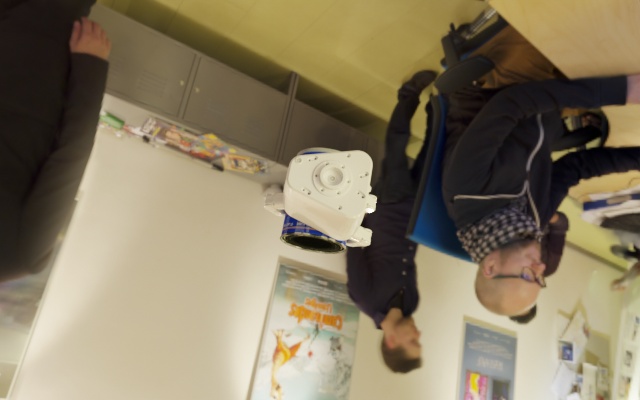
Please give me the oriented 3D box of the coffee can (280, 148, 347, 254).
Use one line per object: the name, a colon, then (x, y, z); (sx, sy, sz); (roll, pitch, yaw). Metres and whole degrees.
coffee can: (0.000, 0.002, 0.747); (0.103, 0.140, 0.103); (9, -18, 3)
